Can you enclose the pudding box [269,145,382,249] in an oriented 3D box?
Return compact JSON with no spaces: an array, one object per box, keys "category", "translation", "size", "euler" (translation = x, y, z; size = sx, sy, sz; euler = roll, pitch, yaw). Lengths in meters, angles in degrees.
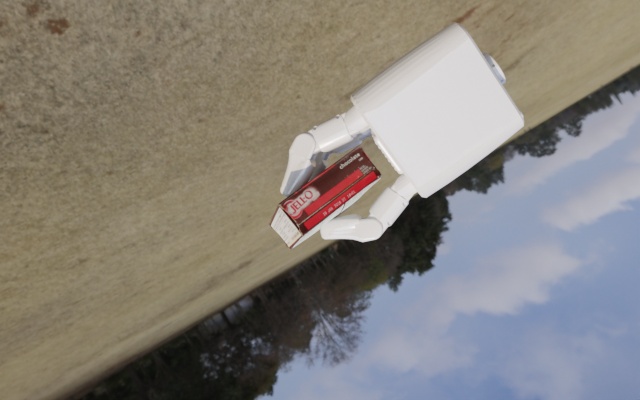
[{"category":"pudding box","translation":[0.000,0.002,0.450],"size":[0.090,0.039,0.113],"euler":[-36,-6,-15]}]
